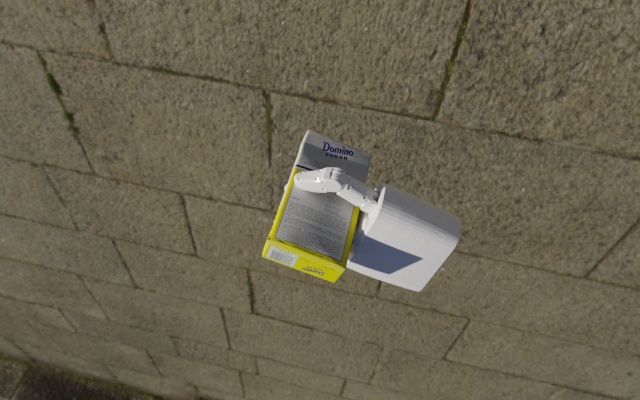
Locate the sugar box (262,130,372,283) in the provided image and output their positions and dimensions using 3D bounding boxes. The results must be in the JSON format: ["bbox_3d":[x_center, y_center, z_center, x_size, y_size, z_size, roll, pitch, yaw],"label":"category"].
[{"bbox_3d":[0.000,0.002,0.583,0.093,0.176,0.048,22,-38,-6],"label":"sugar box"}]
